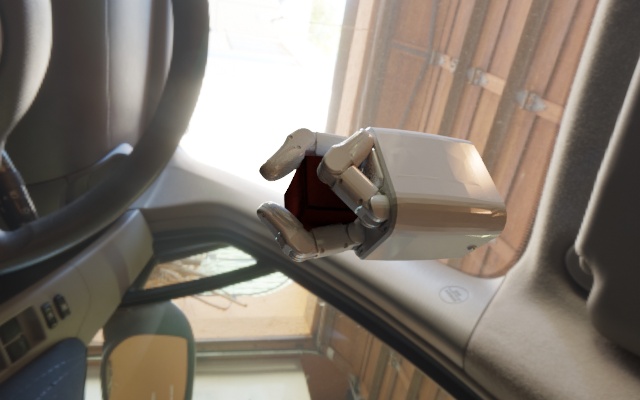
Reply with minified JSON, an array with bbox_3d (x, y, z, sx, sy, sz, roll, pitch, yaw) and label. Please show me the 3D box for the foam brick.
[{"bbox_3d":[0.000,0.001,0.436,0.051,0.053,0.078,3,-25,-17],"label":"foam brick"}]
